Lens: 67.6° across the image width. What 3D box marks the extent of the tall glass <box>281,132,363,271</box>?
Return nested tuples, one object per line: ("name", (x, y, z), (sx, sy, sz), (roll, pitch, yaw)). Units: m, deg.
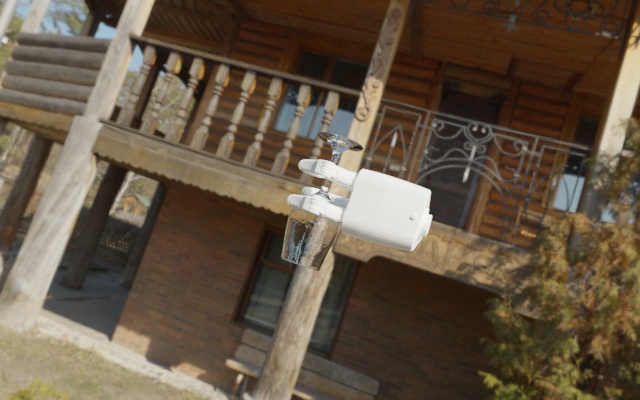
("tall glass", (0.000, 0.002, 0.728), (0.079, 0.201, 0.079), (18, -6, 2))
